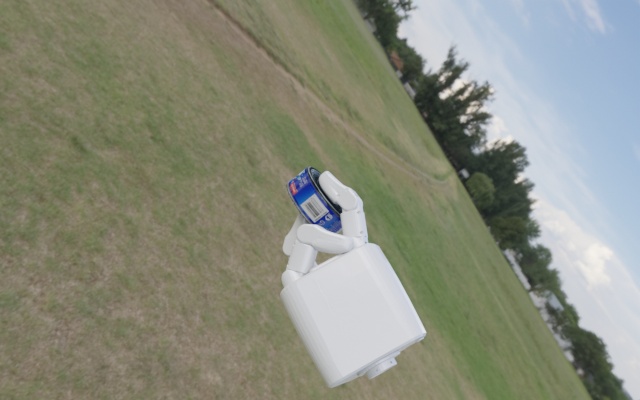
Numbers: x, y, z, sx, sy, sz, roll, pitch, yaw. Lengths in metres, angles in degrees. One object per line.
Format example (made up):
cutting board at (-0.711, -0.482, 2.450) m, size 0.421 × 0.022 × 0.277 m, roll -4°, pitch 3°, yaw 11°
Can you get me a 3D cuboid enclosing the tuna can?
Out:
tuna can at (0.000, 0.001, 0.566) m, size 0.034 × 0.086 × 0.086 m, roll -38°, pitch -10°, yaw 13°
